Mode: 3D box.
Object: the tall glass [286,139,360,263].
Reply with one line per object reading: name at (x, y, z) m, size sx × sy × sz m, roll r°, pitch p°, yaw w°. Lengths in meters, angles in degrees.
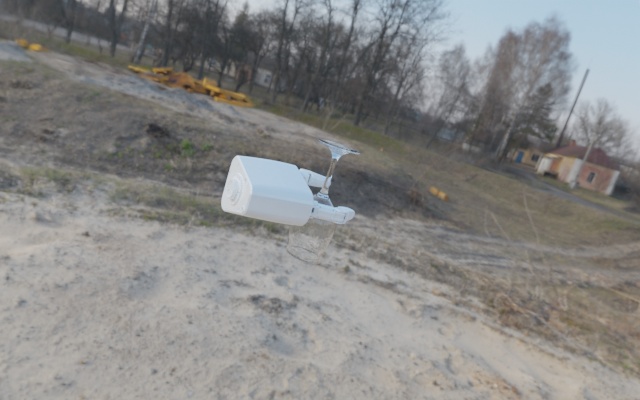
tall glass at (0.000, 0.002, 0.806) m, size 0.079 × 0.201 × 0.079 m, roll 17°, pitch 13°, yaw -4°
